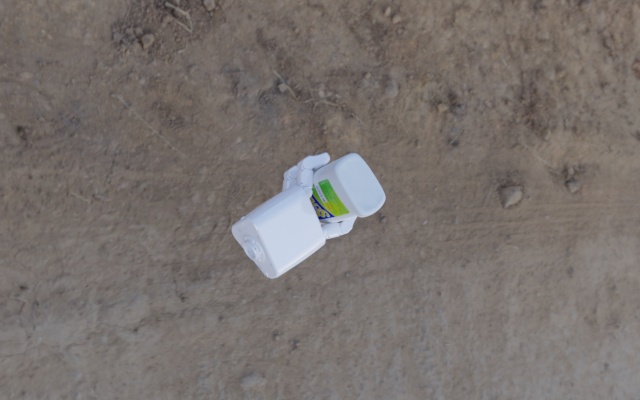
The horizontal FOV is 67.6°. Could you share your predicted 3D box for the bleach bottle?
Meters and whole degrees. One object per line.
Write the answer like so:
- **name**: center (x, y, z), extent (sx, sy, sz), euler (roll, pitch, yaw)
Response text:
- **bleach bottle**: center (0.000, 0.003, 0.836), extent (0.068, 0.102, 0.251), euler (-35, 5, -33)
